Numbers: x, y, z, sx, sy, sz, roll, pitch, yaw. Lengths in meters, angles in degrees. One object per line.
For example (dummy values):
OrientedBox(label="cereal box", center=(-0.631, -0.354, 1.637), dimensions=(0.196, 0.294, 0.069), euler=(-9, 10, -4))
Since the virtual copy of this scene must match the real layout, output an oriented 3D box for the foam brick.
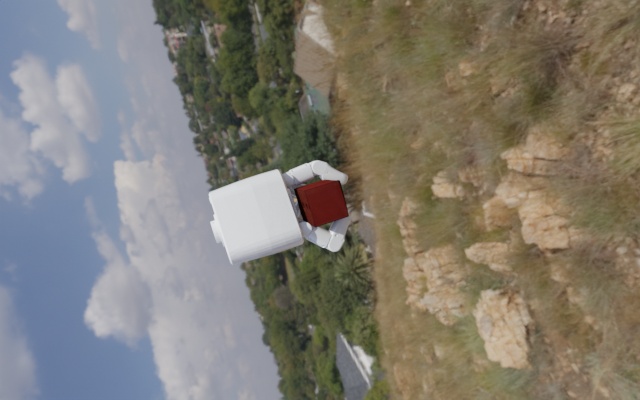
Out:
OrientedBox(label="foam brick", center=(0.000, 0.002, 0.667), dimensions=(0.051, 0.053, 0.078), euler=(-17, 7, -12))
